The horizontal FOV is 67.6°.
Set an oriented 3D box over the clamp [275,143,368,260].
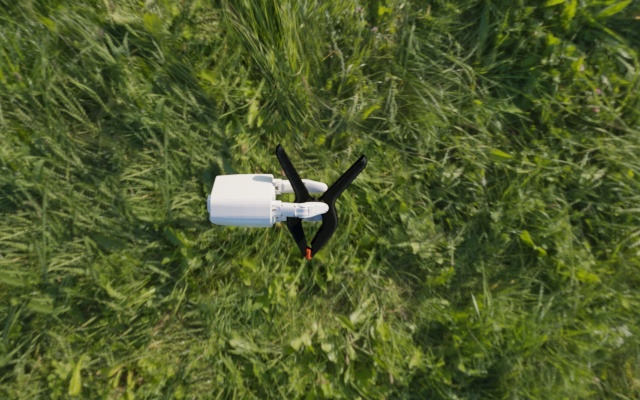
[{"bbox_3d":[0.000,0.004,0.864,0.164,0.210,0.036,1,12,-3],"label":"clamp"}]
